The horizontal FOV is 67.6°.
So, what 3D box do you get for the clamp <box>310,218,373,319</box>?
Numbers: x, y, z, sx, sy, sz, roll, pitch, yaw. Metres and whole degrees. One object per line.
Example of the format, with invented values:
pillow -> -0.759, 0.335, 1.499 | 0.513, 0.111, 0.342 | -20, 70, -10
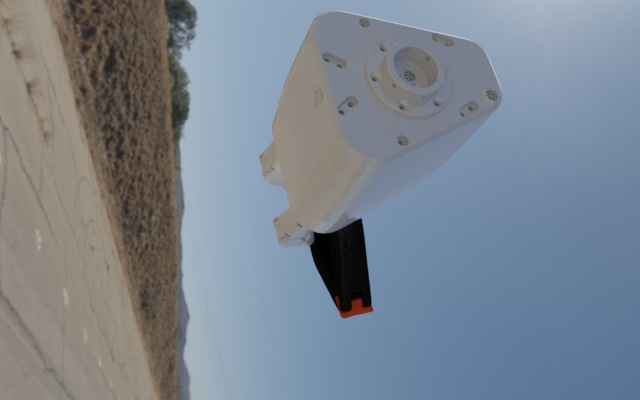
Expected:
clamp -> 0.001, 0.002, 0.429 | 0.036, 0.210, 0.165 | -9, -18, -16
